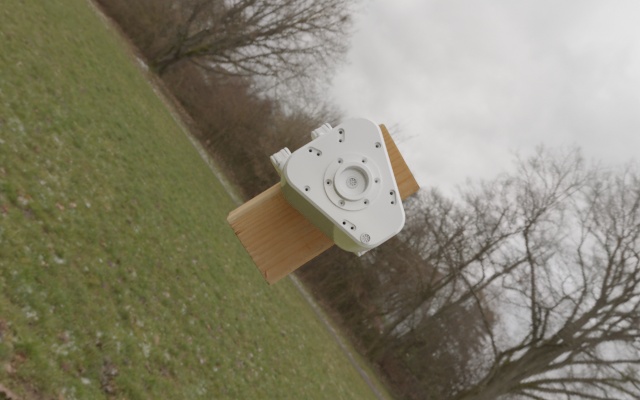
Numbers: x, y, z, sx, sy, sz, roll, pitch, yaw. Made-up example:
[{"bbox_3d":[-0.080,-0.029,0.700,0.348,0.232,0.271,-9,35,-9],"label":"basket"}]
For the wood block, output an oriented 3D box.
[{"bbox_3d":[0.000,0.002,0.576,0.206,0.091,0.090,-32,7,-6],"label":"wood block"}]
